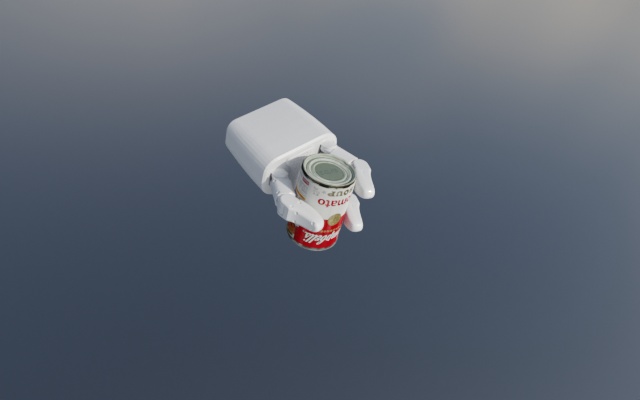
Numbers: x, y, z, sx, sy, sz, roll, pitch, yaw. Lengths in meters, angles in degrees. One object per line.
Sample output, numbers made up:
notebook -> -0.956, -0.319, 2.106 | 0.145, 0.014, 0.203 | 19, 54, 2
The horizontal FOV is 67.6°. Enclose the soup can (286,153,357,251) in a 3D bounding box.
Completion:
soup can -> 0.000, 0.002, 0.585 | 0.068, 0.102, 0.068 | 10, 38, -8
